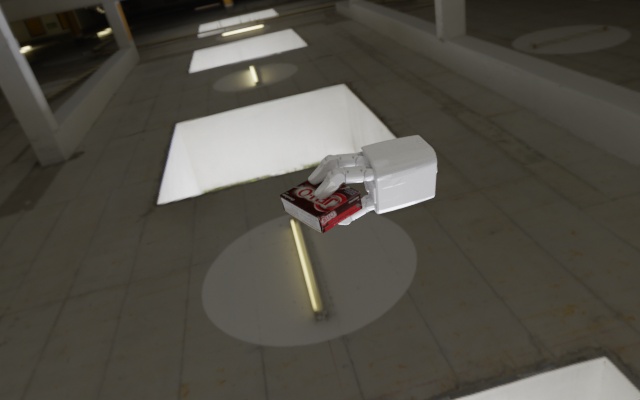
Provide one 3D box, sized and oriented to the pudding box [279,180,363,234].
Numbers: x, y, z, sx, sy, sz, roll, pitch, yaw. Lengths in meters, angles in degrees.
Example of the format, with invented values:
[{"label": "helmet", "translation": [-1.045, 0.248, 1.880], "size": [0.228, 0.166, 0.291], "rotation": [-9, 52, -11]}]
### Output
[{"label": "pudding box", "translation": [0.000, 0.003, 0.797], "size": [0.090, 0.039, 0.113], "rotation": [-30, 33, -28]}]
